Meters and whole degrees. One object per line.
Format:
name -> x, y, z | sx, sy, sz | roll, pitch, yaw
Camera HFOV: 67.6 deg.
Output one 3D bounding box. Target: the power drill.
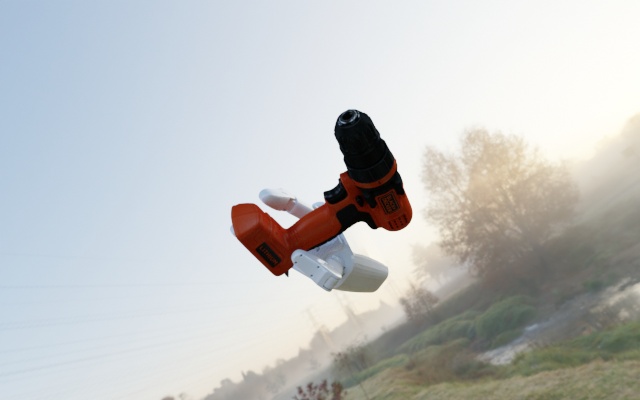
power drill -> 0.000, 0.002, 0.527 | 0.187, 0.057, 0.184 | -25, -44, 8
